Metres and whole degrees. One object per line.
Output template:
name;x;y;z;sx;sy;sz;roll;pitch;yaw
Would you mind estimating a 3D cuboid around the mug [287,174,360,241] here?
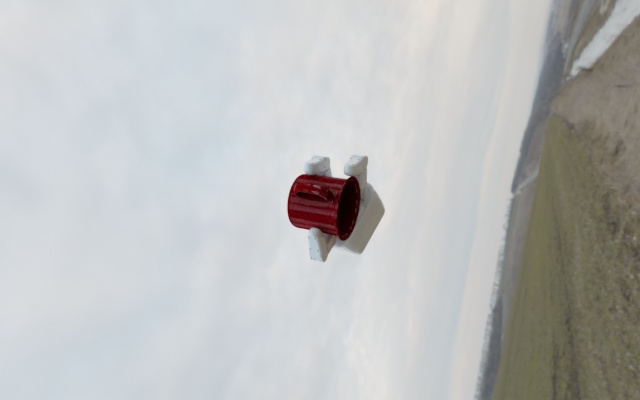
mug;-0.001;0.002;0.680;0.081;0.093;0.117;9;-13;23
